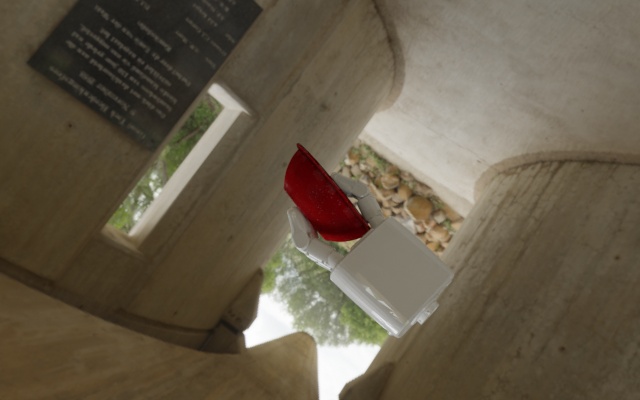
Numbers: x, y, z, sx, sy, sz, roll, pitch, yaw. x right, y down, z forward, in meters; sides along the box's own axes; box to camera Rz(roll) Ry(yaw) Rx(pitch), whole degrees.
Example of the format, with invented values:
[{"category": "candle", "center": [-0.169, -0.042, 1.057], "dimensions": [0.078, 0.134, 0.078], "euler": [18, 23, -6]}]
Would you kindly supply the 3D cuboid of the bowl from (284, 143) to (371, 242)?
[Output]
[{"category": "bowl", "center": [-0.001, 0.002, 0.642], "dimensions": [0.055, 0.162, 0.162], "euler": [-39, 1, -1]}]
